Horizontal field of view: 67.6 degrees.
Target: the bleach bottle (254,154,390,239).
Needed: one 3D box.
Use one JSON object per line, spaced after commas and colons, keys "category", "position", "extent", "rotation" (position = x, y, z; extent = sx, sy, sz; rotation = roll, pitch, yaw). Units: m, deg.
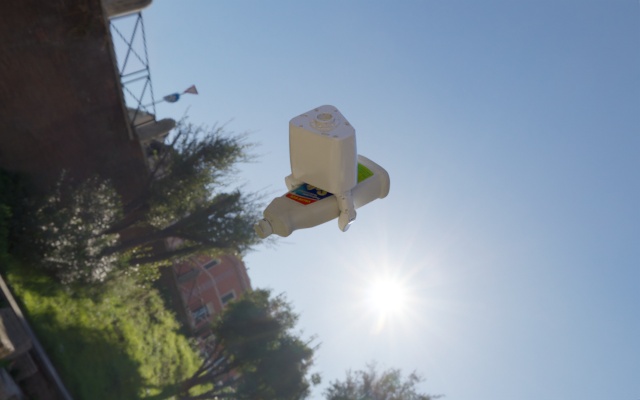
{"category": "bleach bottle", "position": [0.000, 0.003, 0.847], "extent": [0.251, 0.068, 0.102], "rotation": [-29, 46, -27]}
